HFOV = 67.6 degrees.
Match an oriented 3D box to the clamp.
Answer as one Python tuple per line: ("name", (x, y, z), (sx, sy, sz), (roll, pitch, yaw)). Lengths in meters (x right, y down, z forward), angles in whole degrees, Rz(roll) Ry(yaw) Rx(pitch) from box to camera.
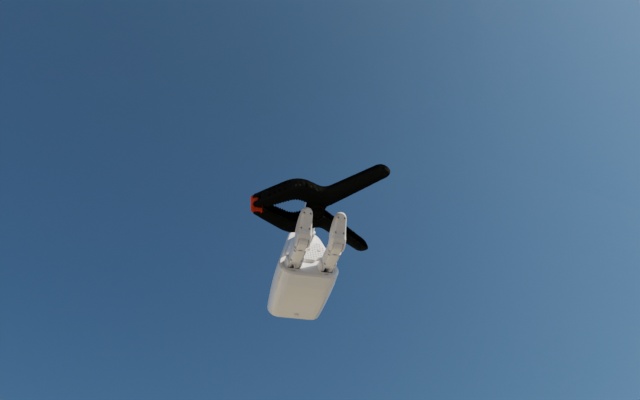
("clamp", (-0.001, 0.002, 0.736), (0.210, 0.165, 0.036), (9, 33, -16))
